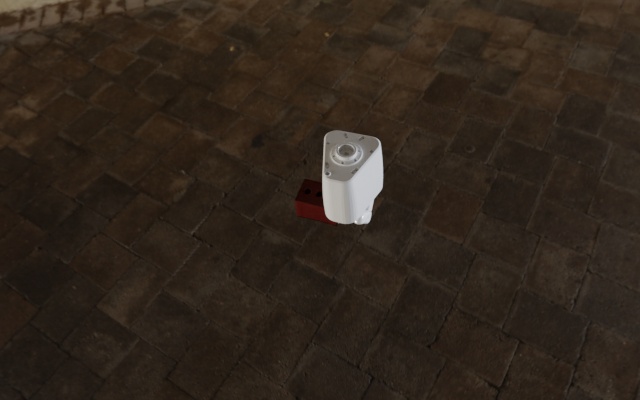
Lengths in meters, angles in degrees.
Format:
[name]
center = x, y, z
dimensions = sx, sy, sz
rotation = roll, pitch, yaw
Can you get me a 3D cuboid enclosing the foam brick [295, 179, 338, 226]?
[foam brick]
center = 0.000, 0.003, 0.845
dimensions = 0.078, 0.053, 0.051
rotation = 13, -33, 15
